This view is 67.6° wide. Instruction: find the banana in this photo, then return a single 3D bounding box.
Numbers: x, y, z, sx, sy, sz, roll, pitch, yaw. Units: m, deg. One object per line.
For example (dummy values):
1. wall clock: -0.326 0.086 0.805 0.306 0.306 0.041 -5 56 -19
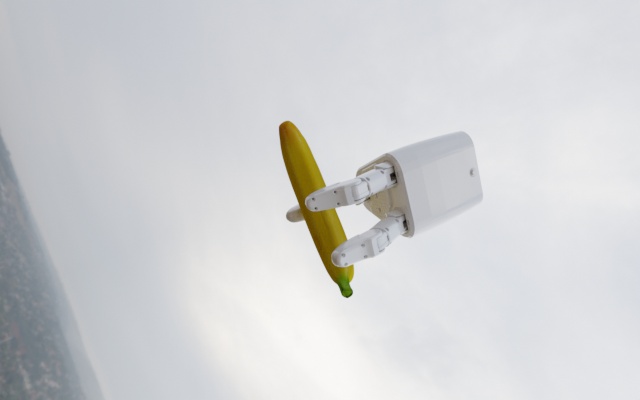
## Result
1. banana: -0.001 0.009 0.524 0.037 0.197 0.070 -21 -9 -11
